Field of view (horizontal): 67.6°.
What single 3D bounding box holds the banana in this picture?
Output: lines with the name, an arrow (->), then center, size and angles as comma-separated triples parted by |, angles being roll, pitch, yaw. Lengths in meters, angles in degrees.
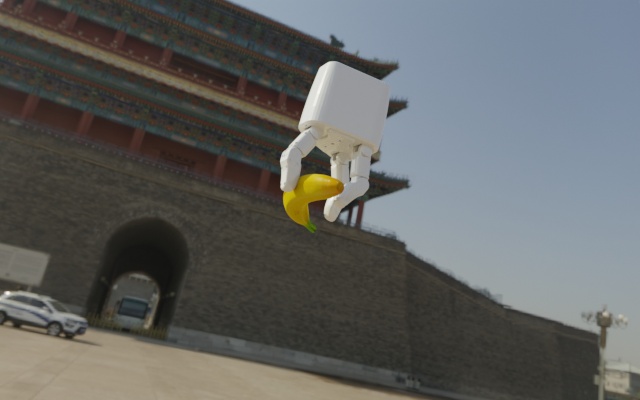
banana -> -0.018, -0.003, 0.679 | 0.069, 0.037, 0.198 | 21, -20, -4
